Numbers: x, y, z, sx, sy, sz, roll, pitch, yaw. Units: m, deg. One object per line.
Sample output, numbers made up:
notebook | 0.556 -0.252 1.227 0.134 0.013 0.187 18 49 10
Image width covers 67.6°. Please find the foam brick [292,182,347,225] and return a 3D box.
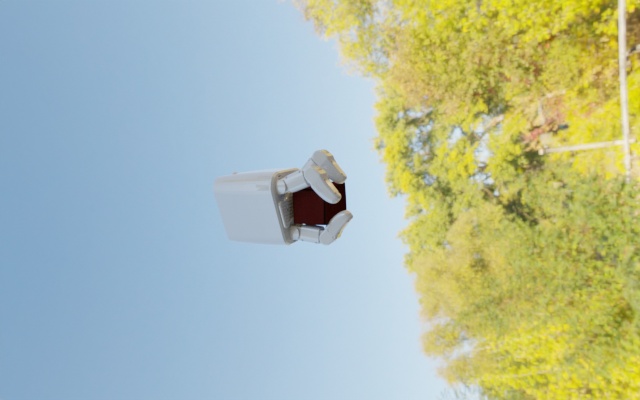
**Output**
foam brick | 0.000 0.002 0.696 0.051 0.053 0.078 2 10 25
